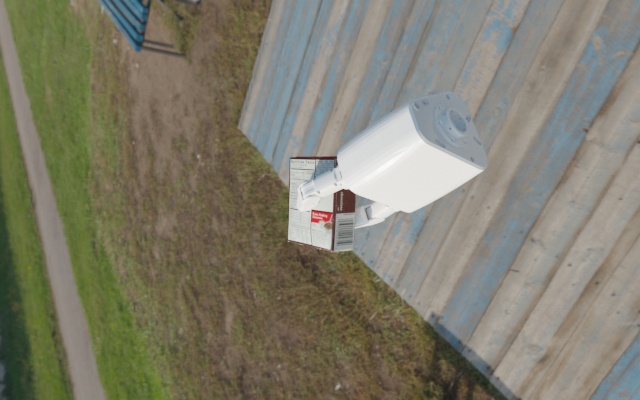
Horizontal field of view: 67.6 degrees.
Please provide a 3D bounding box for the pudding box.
[{"bbox_3d":[0.000,0.002,0.590,0.039,0.113,0.090,0,5,-40],"label":"pudding box"}]
